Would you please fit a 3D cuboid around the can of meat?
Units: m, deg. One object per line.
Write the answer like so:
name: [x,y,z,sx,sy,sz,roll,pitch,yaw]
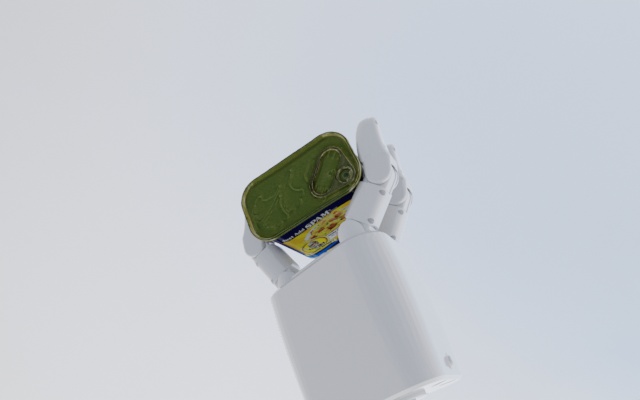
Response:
can of meat: [0.000,0.001,0.403,0.102,0.057,0.084,-33,-30,13]
